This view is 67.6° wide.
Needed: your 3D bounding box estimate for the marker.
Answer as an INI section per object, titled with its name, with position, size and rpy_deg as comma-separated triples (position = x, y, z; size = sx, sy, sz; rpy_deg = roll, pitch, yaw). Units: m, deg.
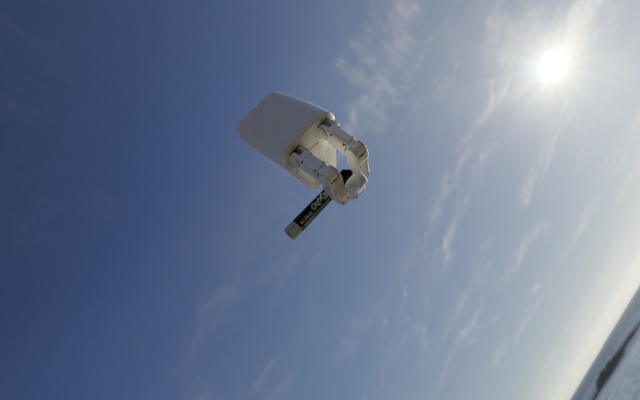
[marker]
position = 0.000, 0.002, 0.621
size = 0.121, 0.020, 0.020
rpy_deg = -46, 18, -18
